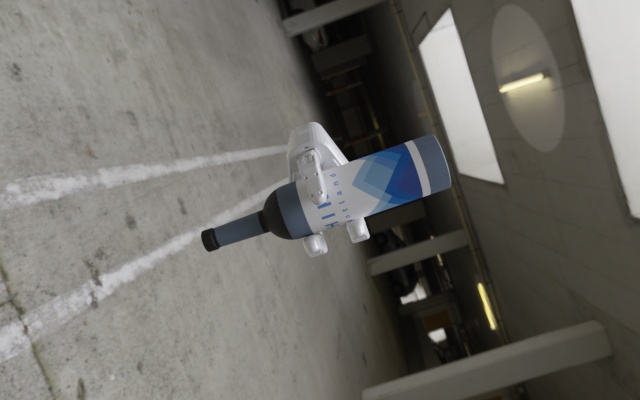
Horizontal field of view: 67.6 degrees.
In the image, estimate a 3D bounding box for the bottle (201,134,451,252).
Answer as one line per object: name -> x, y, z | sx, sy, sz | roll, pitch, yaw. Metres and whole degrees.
bottle -> 0.000, 0.002, 0.564 | 0.296, 0.069, 0.069 | -19, -2, 5
